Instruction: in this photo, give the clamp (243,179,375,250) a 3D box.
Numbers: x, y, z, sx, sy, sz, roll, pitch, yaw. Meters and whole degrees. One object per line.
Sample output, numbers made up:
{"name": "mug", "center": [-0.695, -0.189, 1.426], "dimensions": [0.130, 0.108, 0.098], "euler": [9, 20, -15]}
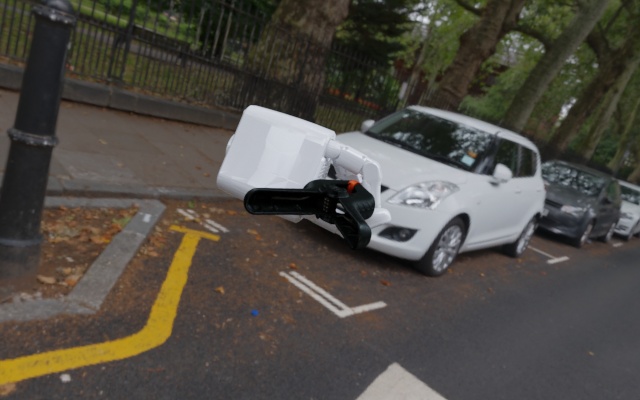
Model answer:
{"name": "clamp", "center": [0.000, 0.001, 0.483], "dimensions": [0.120, 0.039, 0.171], "euler": [22, 13, 7]}
